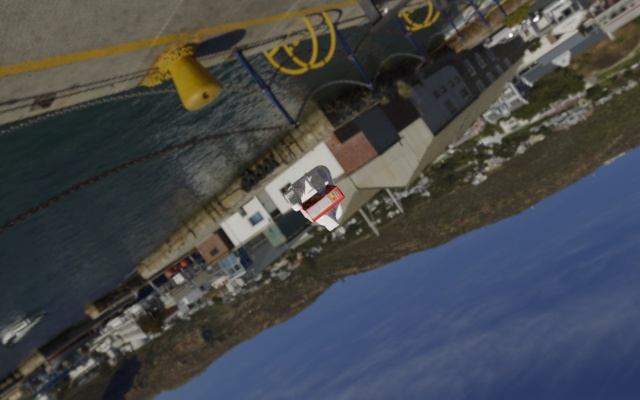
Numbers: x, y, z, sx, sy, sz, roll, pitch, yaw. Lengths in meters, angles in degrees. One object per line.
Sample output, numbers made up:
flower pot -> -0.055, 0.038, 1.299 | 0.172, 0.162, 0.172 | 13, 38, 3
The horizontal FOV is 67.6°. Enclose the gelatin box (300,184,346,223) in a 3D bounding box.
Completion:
gelatin box -> 0.000, 0.003, 0.873 | 0.073, 0.030, 0.089 | -37, 10, -6
